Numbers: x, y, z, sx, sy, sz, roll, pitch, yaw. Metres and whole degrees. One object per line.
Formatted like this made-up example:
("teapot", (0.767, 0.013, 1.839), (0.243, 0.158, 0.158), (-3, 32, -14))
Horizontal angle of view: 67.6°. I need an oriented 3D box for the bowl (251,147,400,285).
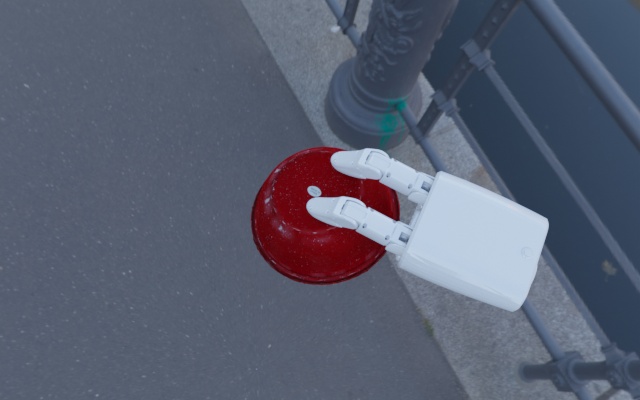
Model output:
("bowl", (-0.001, 0.001, 0.492), (0.162, 0.162, 0.055), (0, -27, 10))
